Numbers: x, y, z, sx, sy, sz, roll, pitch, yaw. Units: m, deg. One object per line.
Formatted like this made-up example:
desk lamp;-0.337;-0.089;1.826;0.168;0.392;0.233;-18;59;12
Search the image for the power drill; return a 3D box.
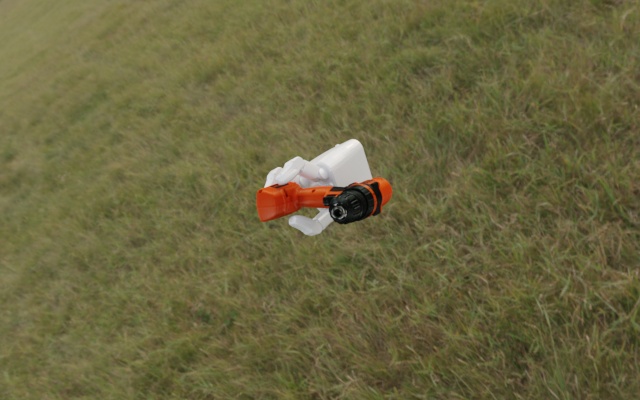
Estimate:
power drill;0.000;0.002;0.728;0.187;0.057;0.184;0;8;26
